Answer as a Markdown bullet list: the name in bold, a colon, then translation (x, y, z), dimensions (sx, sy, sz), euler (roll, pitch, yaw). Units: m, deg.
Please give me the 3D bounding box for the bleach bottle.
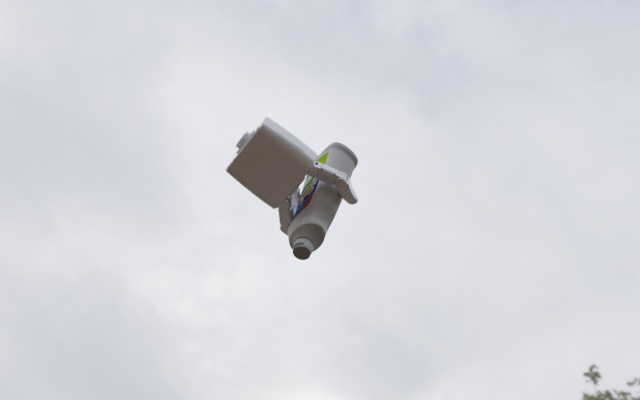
- **bleach bottle**: translation (0.000, 0.003, 0.812), dimensions (0.103, 0.068, 0.250), euler (-43, 17, 33)
